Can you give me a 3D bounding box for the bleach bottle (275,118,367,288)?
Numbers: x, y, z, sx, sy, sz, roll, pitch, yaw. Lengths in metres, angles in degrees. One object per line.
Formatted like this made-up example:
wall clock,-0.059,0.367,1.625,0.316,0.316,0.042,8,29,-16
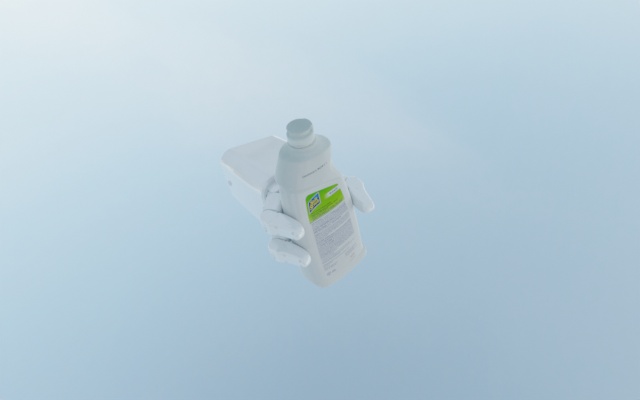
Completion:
bleach bottle,0.000,0.002,0.610,0.102,0.251,0.068,-38,50,-25
